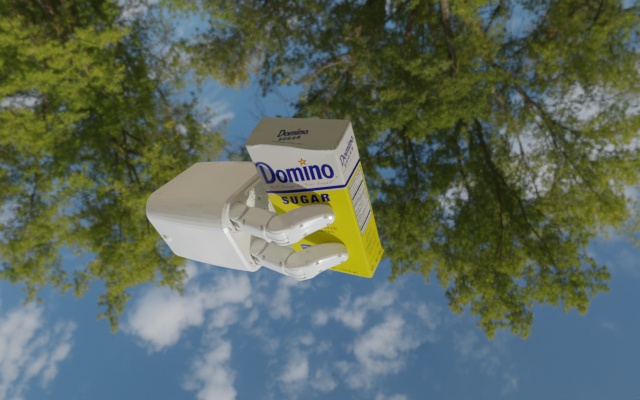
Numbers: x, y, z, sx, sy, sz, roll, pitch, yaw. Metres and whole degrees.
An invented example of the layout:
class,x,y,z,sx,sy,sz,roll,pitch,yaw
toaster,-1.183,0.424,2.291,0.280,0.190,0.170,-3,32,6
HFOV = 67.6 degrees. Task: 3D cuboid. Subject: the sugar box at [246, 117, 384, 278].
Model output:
class,x,y,z,sx,sy,sz,roll,pitch,yaw
sugar box,0.000,0.002,0.469,0.093,0.048,0.176,7,-39,27
